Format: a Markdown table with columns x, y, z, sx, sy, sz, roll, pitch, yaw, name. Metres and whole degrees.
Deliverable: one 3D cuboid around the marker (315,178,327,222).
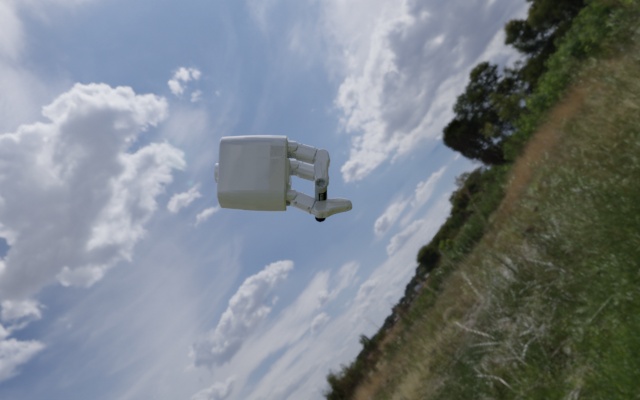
| x | y | z | sx | sy | sz | roll | pitch | yaw | name |
| --- | --- | --- | --- | --- | --- | --- | --- | --- | --- |
| 0.000 | 0.002 | 0.747 | 0.020 | 0.020 | 0.121 | 0 | -27 | -1 | marker |
